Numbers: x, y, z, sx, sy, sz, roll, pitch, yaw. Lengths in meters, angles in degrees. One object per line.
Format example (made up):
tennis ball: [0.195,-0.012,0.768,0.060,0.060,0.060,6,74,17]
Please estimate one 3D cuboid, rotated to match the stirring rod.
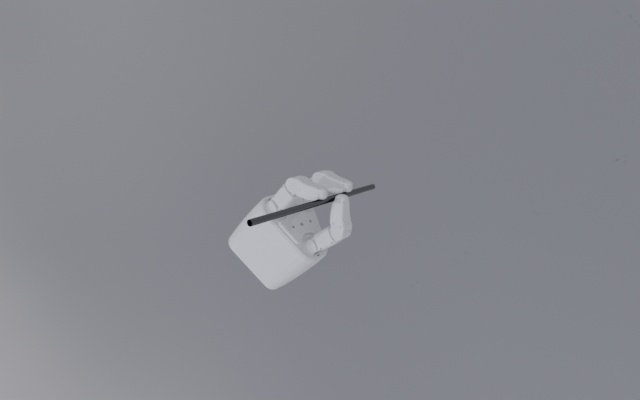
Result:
stirring rod: [0.000,0.002,0.596,0.011,0.011,0.239,0,10,40]
